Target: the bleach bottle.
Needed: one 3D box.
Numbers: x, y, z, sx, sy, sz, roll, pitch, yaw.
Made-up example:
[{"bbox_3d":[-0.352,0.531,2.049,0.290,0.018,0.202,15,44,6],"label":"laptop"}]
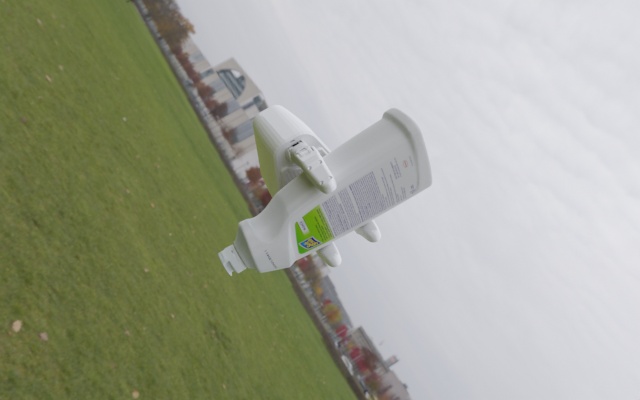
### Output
[{"bbox_3d":[0.000,0.002,0.530,0.251,0.103,0.068,-30,39,-6],"label":"bleach bottle"}]
